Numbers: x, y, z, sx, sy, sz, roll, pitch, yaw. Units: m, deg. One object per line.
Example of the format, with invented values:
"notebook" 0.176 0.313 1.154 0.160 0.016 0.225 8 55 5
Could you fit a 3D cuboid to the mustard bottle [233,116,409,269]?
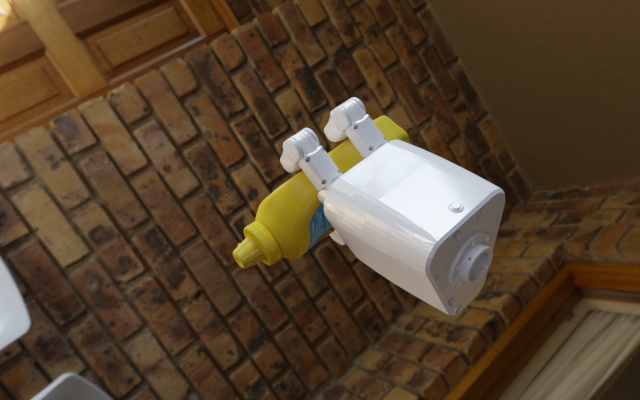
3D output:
"mustard bottle" 0.000 0.001 0.453 0.191 0.058 0.096 -36 -21 -23
